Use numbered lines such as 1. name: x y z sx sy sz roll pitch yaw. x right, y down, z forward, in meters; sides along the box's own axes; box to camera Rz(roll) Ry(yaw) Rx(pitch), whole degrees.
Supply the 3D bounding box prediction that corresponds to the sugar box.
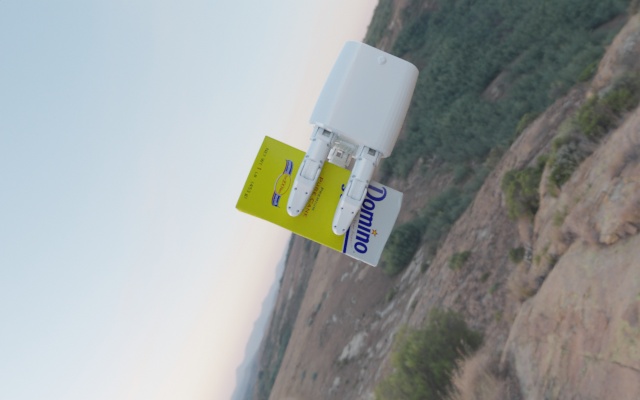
1. sugar box: 0.000 0.002 0.558 0.176 0.093 0.048 22 -4 -1
